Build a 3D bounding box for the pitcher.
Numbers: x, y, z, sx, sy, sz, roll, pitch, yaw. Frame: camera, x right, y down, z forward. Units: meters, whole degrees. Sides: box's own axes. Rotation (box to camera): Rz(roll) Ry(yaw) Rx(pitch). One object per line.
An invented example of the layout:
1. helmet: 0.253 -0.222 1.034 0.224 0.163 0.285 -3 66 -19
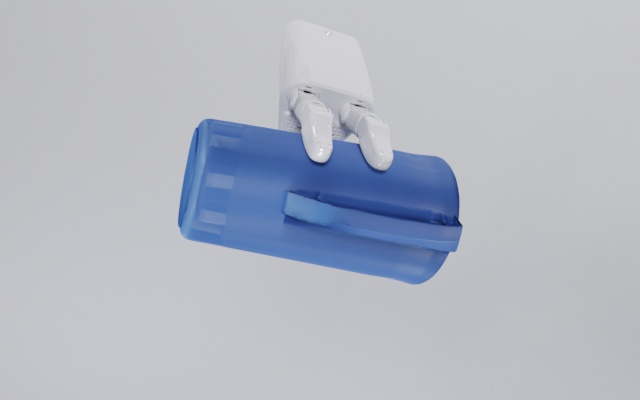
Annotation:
1. pitcher: 0.000 0.001 0.444 0.243 0.145 0.149 10 -37 -19
